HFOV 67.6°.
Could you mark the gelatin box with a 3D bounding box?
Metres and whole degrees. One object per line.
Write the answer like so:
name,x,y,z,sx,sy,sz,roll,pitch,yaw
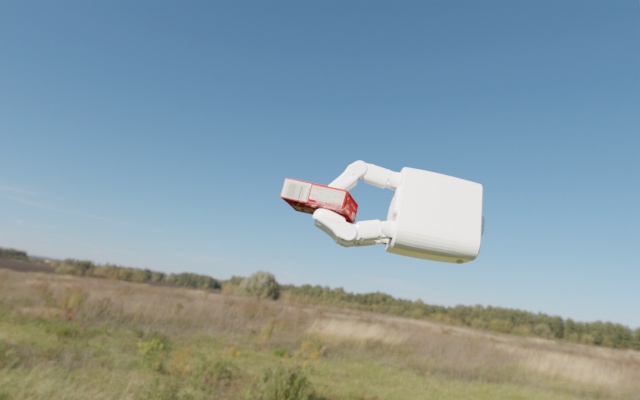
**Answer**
gelatin box,0.000,0.002,0.633,0.089,0.030,0.073,12,-12,17
